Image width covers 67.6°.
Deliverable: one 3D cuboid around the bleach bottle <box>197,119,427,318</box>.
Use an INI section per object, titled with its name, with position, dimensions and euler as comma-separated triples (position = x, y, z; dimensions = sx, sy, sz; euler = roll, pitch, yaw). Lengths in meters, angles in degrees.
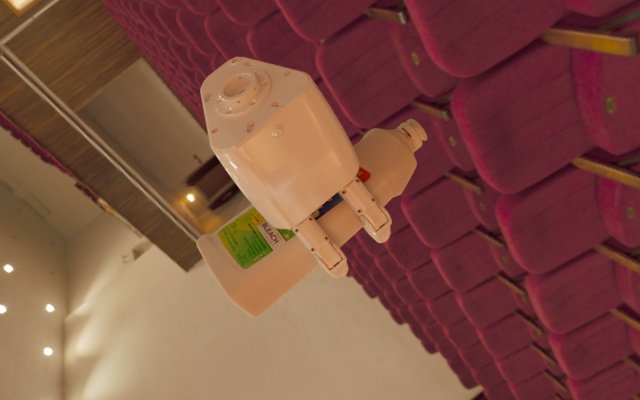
[bleach bottle]
position = 0.000, 0.002, 0.489
dimensions = 0.102, 0.251, 0.068
euler = 46, -6, 42
